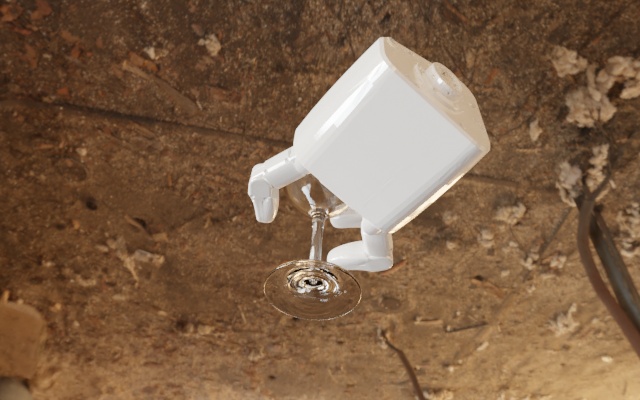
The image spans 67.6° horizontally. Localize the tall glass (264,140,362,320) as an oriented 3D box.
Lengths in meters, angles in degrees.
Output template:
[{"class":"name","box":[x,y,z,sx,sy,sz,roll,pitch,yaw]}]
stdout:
[{"class":"tall glass","box":[0.000,0.002,0.431,0.079,0.079,0.200,0,43,4]}]
